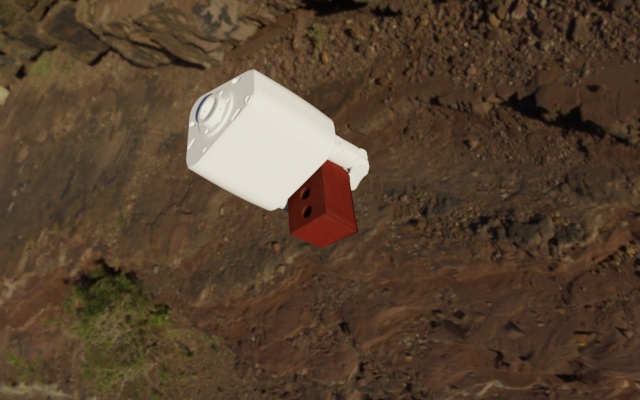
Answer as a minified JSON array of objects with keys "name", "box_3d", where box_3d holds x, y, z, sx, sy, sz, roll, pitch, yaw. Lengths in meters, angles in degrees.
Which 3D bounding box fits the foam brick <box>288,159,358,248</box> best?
[{"name":"foam brick","box_3d":[0.000,0.002,0.508,0.053,0.078,0.051,-30,-40,31]}]
